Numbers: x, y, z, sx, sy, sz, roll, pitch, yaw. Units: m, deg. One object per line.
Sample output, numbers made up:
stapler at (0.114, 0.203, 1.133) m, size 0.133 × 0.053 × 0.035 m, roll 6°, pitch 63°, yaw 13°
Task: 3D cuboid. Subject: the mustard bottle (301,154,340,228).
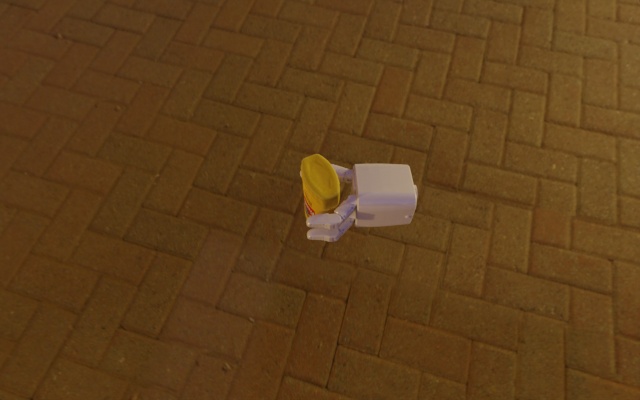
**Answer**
mustard bottle at (0.000, 0.003, 0.895) m, size 0.058 × 0.096 × 0.192 m, roll -23°, pitch -27°, yaw -12°
